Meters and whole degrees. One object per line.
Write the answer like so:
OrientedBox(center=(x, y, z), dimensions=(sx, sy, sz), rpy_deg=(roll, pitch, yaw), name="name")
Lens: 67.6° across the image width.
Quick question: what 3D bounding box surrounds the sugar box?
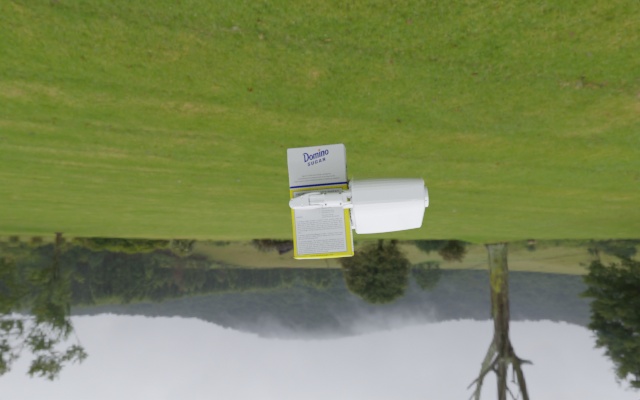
OrientedBox(center=(0.000, 0.003, 0.758), dimensions=(0.093, 0.176, 0.048), rpy_deg=(-4, -8, 7), name="sugar box")
